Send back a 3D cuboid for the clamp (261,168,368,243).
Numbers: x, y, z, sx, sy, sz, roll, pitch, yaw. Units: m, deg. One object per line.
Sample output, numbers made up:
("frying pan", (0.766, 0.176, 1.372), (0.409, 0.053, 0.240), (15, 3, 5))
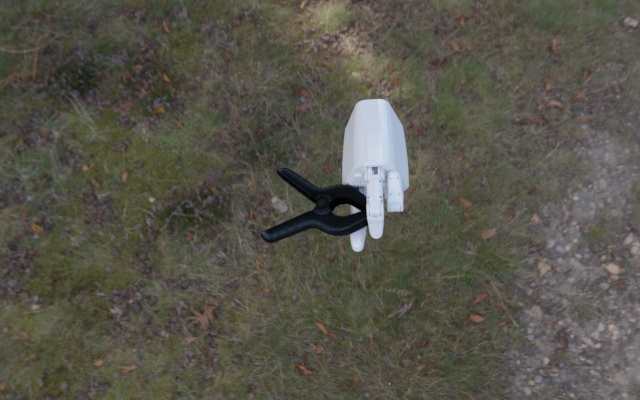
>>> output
("clamp", (0.000, 0.002, 0.699), (0.171, 0.120, 0.039), (-2, -21, 7))
